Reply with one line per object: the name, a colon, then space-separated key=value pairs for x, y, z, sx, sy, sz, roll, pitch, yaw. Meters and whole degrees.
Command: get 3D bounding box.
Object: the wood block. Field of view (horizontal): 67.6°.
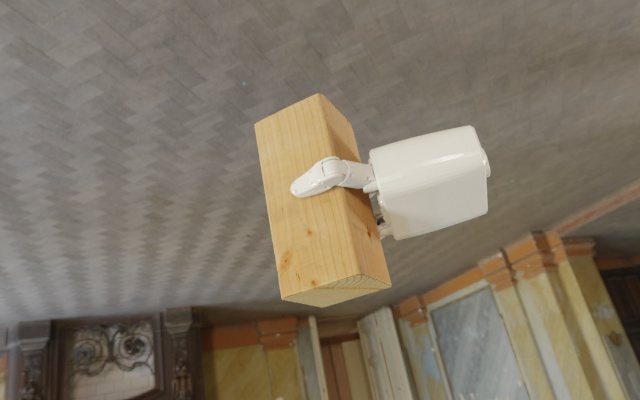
wood block: x=0.000 y=0.002 z=0.527 sx=0.090 sy=0.206 sz=0.091 roll=-21 pitch=-25 yaw=21
